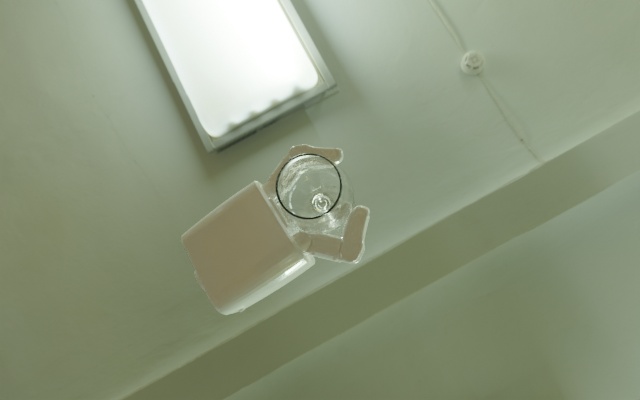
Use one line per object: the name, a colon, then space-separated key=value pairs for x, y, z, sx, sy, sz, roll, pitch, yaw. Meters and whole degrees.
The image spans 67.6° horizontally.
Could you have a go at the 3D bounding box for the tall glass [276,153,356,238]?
tall glass: x=0.000 y=0.002 z=0.533 sx=0.079 sy=0.079 sz=0.201 roll=0 pitch=-9 yaw=6
